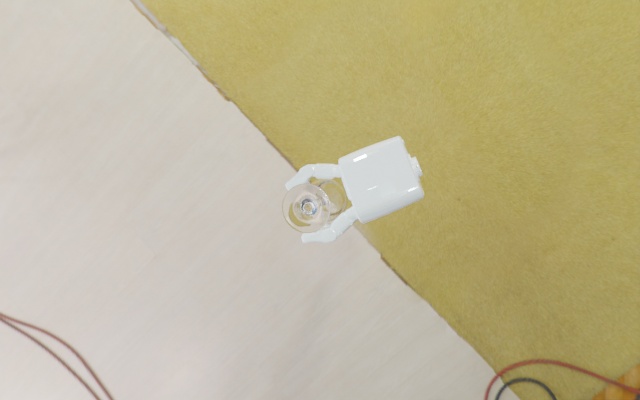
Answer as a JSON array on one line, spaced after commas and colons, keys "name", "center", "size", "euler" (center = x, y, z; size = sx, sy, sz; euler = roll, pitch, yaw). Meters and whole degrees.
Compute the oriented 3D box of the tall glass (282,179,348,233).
[{"name": "tall glass", "center": [0.000, 0.003, 0.799], "size": [0.079, 0.079, 0.201], "euler": [0, 5, 12]}]
